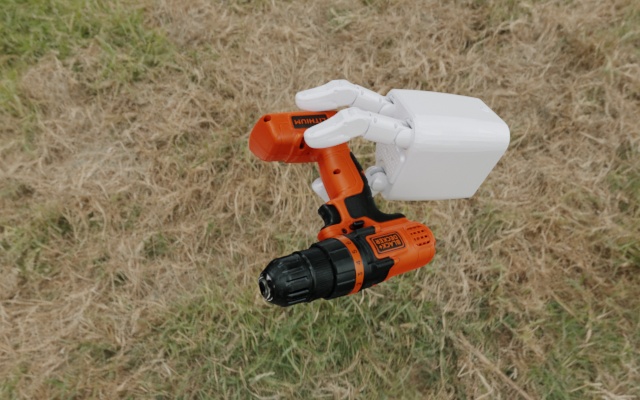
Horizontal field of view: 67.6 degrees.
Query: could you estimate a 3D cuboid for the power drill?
[{"bbox_3d":[0.000,0.001,0.453,0.184,0.187,0.057,-9,-29,-36],"label":"power drill"}]
